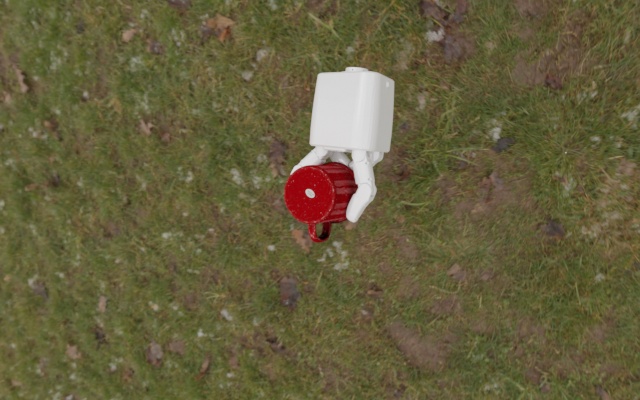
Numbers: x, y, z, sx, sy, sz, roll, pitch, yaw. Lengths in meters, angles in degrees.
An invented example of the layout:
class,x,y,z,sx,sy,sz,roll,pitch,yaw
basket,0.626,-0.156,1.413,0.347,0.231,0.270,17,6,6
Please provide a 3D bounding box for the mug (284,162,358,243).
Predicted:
class,x,y,z,sx,sy,sz,roll,pitch,yaw
mug,0.000,0.004,0.683,0.093,0.117,0.081,8,7,26
